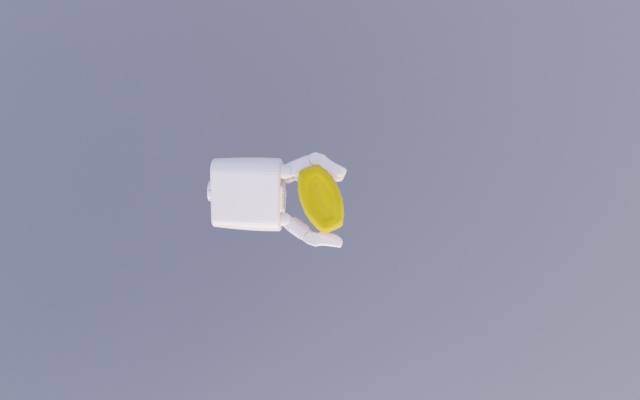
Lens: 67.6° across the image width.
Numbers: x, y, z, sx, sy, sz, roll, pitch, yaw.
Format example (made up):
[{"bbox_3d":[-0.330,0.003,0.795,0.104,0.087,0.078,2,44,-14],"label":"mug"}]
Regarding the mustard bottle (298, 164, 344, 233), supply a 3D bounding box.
[{"bbox_3d":[0.000,0.002,0.755,0.058,0.096,0.191,-23,-3,-2],"label":"mustard bottle"}]
